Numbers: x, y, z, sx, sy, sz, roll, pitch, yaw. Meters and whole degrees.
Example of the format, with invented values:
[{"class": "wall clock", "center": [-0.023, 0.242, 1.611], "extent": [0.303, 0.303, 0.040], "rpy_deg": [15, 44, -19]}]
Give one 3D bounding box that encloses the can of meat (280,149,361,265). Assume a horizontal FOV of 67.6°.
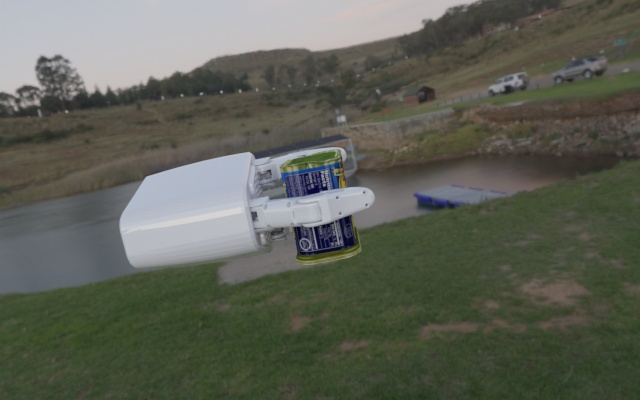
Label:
[{"class": "can of meat", "center": [0.000, 0.001, 0.432], "extent": [0.057, 0.084, 0.102], "rpy_deg": [-11, 9, 4]}]
